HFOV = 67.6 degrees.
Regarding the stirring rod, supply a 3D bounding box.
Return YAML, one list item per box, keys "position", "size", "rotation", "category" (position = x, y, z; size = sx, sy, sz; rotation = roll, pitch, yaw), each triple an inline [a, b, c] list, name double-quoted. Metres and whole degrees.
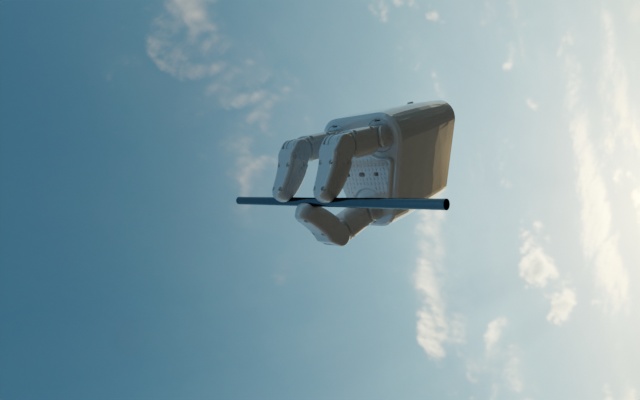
- position: [0.000, 0.001, 0.401]
  size: [0.011, 0.011, 0.239]
  rotation: [0, 1, -44]
  category: "stirring rod"
